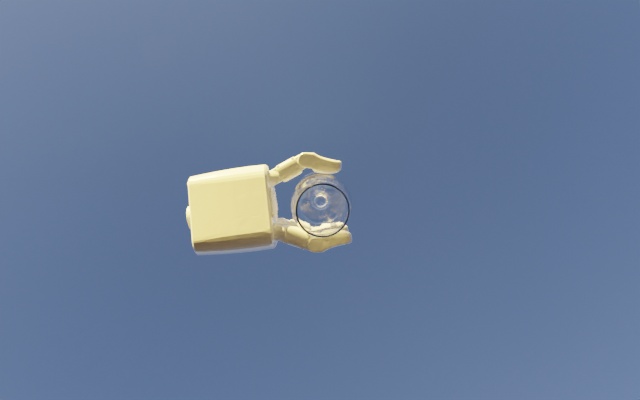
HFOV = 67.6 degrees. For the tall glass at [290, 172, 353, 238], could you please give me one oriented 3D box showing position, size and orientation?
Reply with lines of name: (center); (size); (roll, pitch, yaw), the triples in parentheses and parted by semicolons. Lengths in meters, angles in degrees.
tall glass: (0.000, 0.002, 0.635); (0.079, 0.079, 0.201); (0, 5, -2)
